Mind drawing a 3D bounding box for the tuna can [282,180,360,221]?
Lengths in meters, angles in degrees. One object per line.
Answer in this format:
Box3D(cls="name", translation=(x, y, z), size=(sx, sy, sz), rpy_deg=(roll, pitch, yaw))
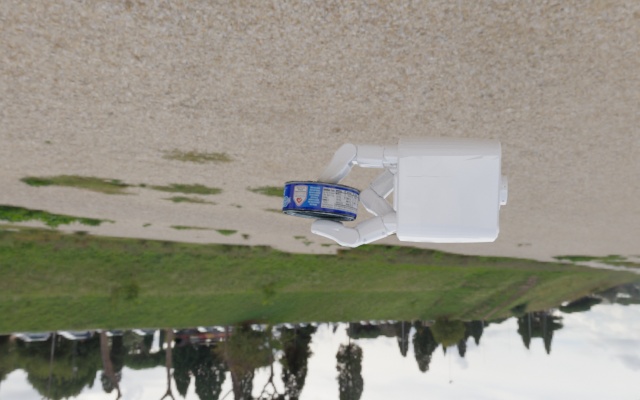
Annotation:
Box3D(cls="tuna can", translation=(0.000, 0.002, 0.538), size=(0.086, 0.033, 0.086), rpy_deg=(6, -7, 1))
